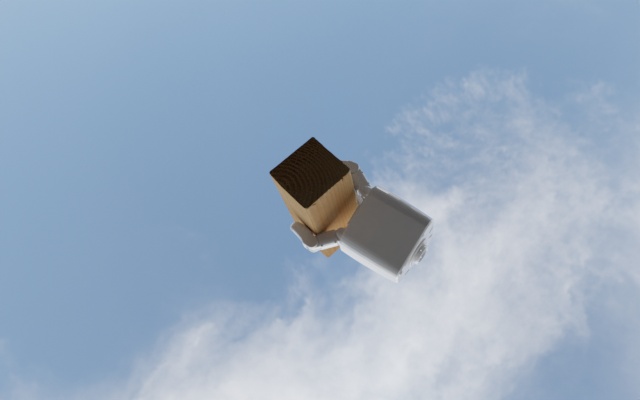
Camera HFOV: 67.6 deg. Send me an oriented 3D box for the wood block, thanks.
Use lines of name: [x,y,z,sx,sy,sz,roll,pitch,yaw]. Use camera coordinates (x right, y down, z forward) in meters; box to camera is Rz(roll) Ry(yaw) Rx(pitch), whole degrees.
wood block: [0.000,0.003,0.786,0.090,0.091,0.206,44,-12,26]
